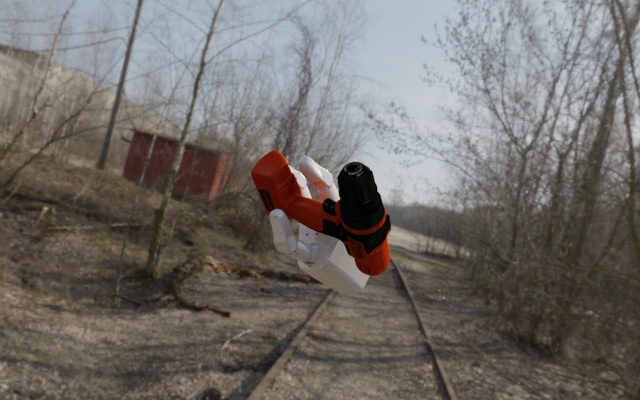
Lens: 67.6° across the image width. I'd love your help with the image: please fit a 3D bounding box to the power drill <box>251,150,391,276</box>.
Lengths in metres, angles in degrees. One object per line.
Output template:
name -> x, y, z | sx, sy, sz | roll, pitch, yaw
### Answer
power drill -> 0.000, 0.002, 0.597 | 0.187, 0.185, 0.057 | 27, 59, 33
